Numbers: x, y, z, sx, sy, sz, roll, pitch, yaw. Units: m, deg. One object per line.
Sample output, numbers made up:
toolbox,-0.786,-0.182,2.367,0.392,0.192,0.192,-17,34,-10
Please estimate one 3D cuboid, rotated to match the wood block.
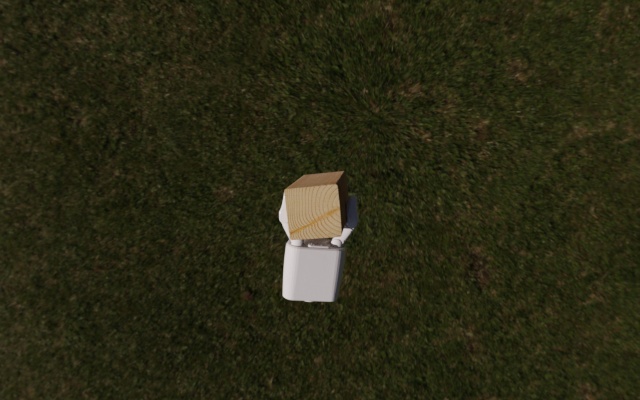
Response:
wood block,0.000,0.003,0.884,0.091,0.090,0.206,-4,9,7
